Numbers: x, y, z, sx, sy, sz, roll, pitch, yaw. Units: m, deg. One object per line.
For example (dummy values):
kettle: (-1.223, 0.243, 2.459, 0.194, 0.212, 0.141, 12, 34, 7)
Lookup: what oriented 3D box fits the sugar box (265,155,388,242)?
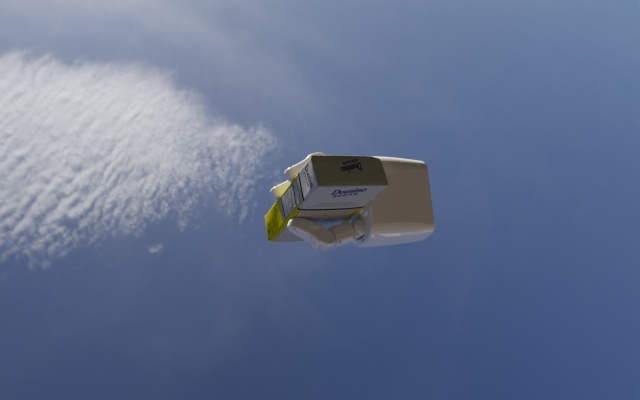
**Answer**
sugar box: (0.000, 0.002, 0.604, 0.093, 0.048, 0.176, -1, -26, -27)
